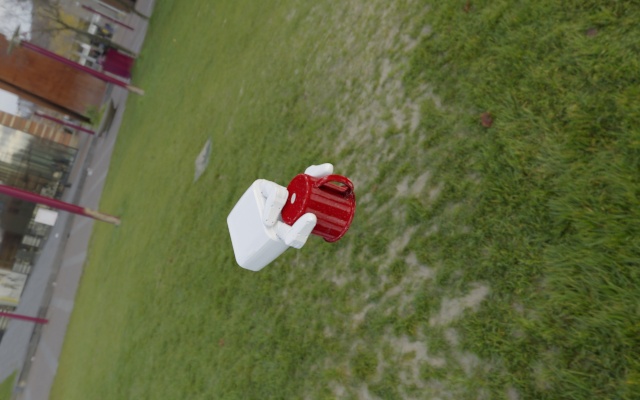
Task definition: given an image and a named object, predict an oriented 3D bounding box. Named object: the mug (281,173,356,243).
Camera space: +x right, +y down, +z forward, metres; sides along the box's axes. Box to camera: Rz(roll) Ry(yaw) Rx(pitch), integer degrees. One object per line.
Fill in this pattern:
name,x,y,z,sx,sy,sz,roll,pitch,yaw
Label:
mug,0.001,0.002,0.710,0.081,0.093,0.117,20,-44,-28
